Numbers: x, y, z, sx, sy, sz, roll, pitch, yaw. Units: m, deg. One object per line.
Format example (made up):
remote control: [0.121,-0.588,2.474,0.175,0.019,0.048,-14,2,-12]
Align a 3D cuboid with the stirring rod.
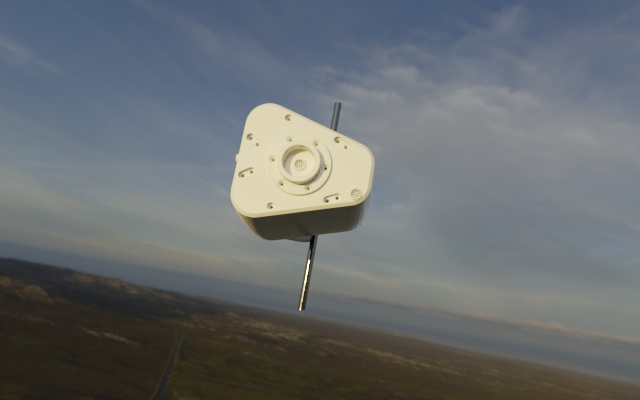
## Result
stirring rod: [0.000,0.002,0.537,0.011,0.239,0.011,10,-12,2]
